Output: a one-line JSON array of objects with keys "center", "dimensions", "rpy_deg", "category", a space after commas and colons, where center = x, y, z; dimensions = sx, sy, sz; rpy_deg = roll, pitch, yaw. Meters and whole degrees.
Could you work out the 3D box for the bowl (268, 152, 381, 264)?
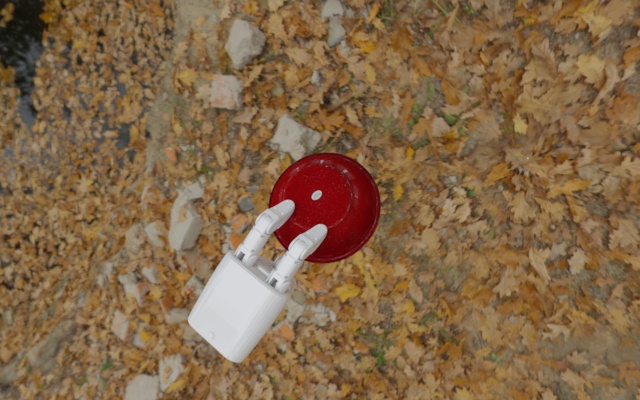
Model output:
[{"center": [0.001, 0.001, 0.650], "dimensions": [0.162, 0.162, 0.055], "rpy_deg": [0, -15, 10], "category": "bowl"}]
